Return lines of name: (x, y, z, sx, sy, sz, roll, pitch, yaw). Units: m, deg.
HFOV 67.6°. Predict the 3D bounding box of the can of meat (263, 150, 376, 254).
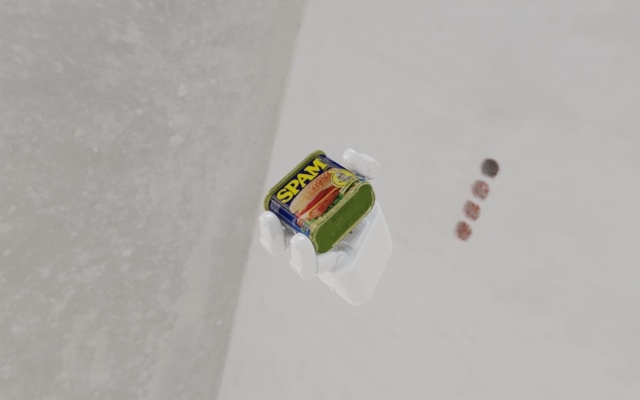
can of meat: (0.000, 0.002, 0.550, 0.084, 0.102, 0.057, 35, -20, 36)
